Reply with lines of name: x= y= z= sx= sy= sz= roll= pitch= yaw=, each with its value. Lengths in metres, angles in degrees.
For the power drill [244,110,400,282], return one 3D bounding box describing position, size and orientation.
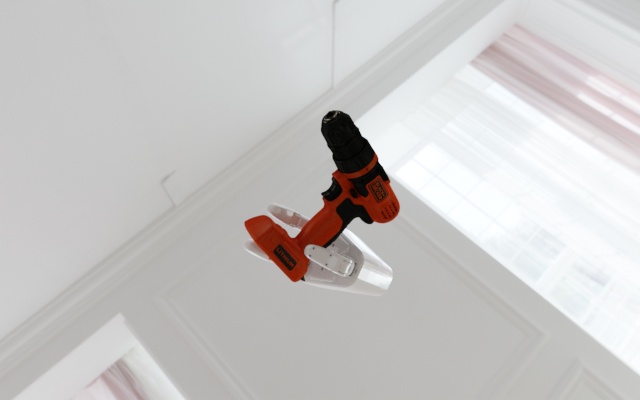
power drill: x=0.000 y=0.002 z=0.604 sx=0.187 sy=0.184 sz=0.057 roll=-37 pitch=36 yaw=-3
